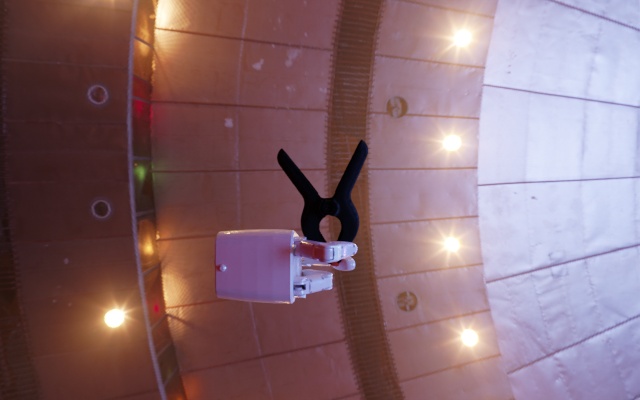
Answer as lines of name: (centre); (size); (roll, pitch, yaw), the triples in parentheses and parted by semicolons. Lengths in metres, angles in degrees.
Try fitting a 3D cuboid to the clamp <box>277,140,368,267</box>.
clamp: (0.000, 0.002, 0.644); (0.120, 0.171, 0.039); (3, 5, 6)
